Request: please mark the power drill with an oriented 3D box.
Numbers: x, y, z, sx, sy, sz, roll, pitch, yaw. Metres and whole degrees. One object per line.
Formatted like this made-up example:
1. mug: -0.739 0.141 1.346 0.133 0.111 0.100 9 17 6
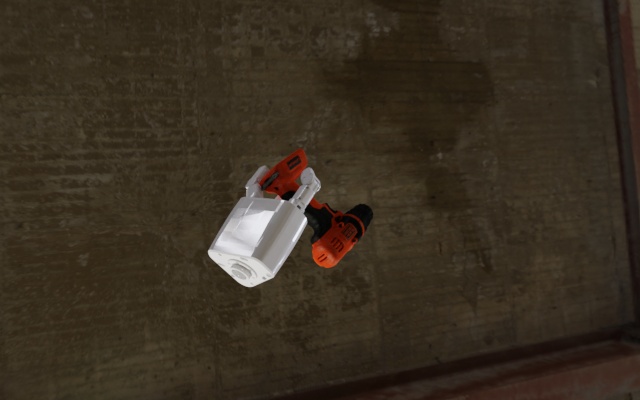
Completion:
1. power drill: 0.000 0.002 0.811 0.057 0.187 0.184 -43 -1 35
